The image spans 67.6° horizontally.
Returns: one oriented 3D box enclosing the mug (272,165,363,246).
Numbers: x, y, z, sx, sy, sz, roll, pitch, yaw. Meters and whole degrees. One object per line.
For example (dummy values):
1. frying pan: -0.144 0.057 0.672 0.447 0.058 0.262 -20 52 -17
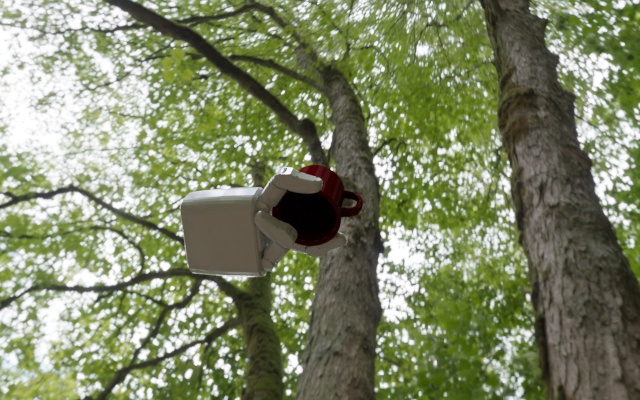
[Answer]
1. mug: 0.002 0.002 0.657 0.117 0.093 0.081 -1 29 13
